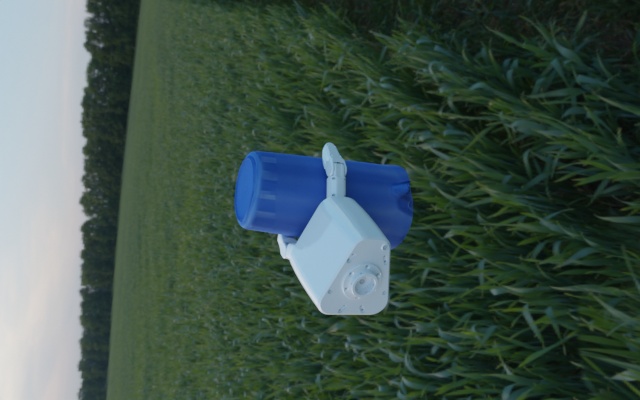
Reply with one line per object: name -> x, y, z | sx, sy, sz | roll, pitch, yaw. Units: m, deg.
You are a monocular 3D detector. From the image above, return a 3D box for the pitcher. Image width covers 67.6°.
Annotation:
pitcher -> 0.000, 0.002, 0.707 | 0.243, 0.149, 0.145 | 7, 23, -24
